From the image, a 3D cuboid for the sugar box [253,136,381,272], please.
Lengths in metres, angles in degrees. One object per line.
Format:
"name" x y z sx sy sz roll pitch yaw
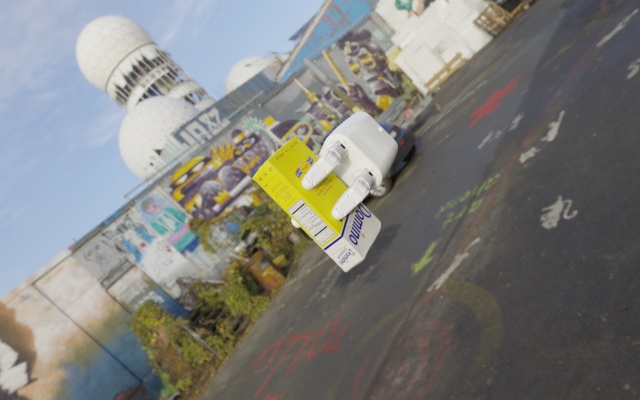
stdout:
"sugar box" 0.000 0.002 0.641 0.048 0.176 0.093 -44 5 36
